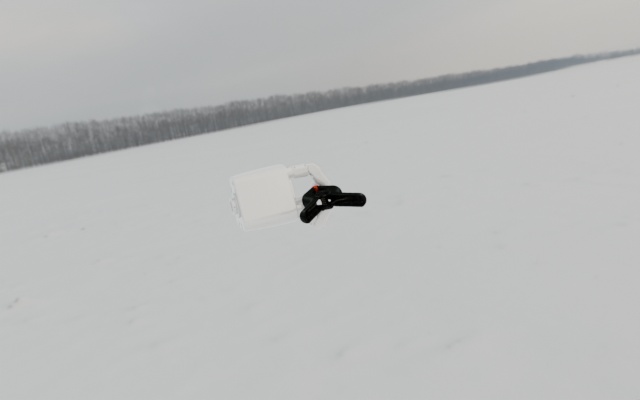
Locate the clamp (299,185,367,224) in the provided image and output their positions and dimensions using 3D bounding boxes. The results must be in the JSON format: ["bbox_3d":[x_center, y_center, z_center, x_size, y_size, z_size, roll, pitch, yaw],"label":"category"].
[{"bbox_3d":[0.000,0.002,0.888,0.120,0.039,0.171,-13,11,-18],"label":"clamp"}]
